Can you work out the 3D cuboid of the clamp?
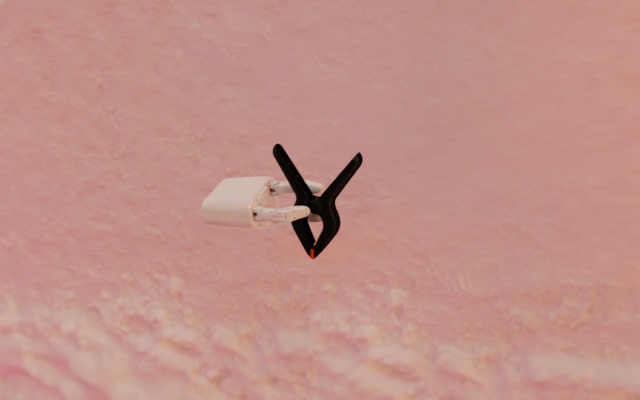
[{"bbox_3d":[0.000,0.003,0.836,0.164,0.210,0.036,2,17,25],"label":"clamp"}]
